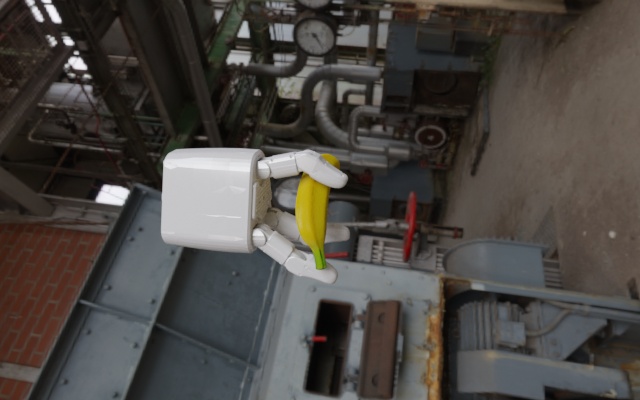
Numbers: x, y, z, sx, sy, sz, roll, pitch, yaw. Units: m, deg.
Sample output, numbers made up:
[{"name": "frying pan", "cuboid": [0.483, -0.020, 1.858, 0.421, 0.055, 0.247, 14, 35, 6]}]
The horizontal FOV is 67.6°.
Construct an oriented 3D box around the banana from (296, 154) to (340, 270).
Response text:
[{"name": "banana", "cuboid": [-0.002, -0.011, 0.571, 0.037, 0.070, 0.197, 0, 39, 10]}]
